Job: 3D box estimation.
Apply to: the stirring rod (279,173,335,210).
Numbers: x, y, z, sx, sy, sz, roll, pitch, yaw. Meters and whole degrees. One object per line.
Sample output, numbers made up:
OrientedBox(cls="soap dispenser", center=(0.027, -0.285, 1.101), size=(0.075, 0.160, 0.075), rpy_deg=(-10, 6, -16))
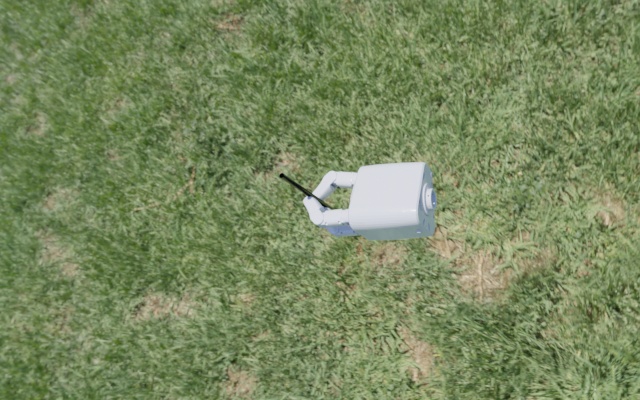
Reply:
OrientedBox(cls="stirring rod", center=(0.000, 0.003, 0.794), size=(0.011, 0.011, 0.240), rpy_deg=(0, -19, 30))
